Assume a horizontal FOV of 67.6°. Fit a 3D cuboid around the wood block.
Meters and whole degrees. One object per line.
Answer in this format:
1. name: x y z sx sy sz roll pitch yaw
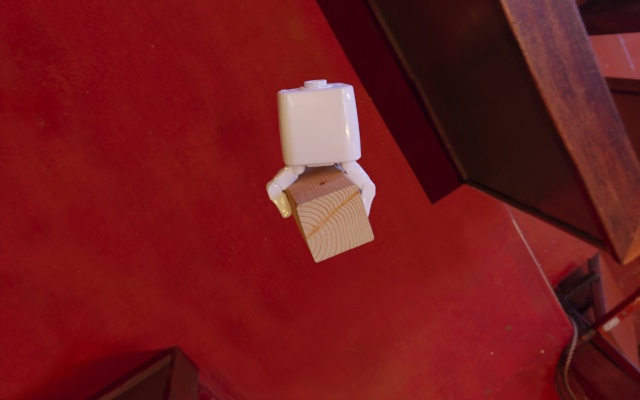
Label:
1. wood block: 0.000 0.002 0.741 0.091 0.090 0.206 -20 20 -5
